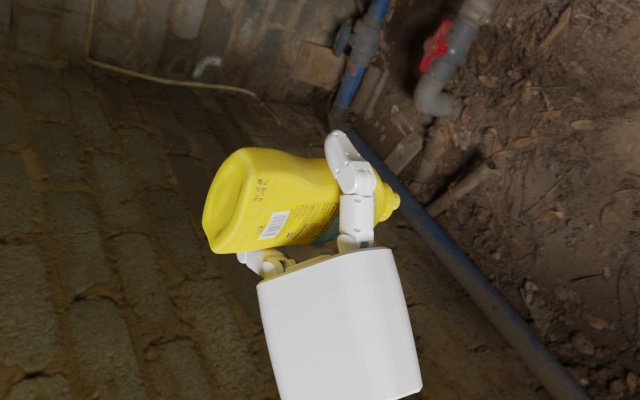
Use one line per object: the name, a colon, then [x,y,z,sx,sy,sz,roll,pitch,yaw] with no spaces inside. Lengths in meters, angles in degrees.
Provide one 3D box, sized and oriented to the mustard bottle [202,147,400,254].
mustard bottle: [0.000,0.001,0.425,0.191,0.058,0.096,0,-44,-38]
